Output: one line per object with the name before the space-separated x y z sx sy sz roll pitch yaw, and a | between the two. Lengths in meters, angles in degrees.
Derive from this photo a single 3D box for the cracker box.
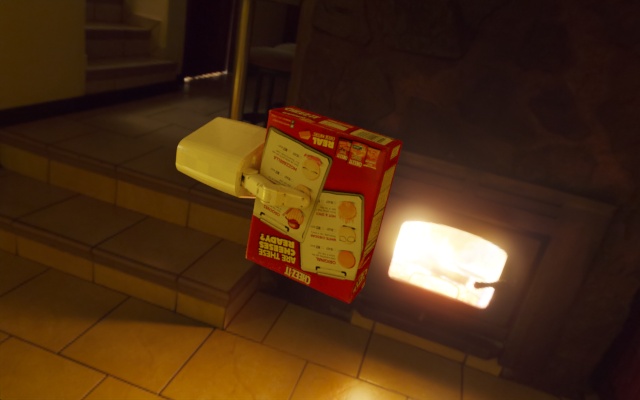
cracker box | 0.000 0.002 0.626 0.164 0.214 0.072 20 24 20
